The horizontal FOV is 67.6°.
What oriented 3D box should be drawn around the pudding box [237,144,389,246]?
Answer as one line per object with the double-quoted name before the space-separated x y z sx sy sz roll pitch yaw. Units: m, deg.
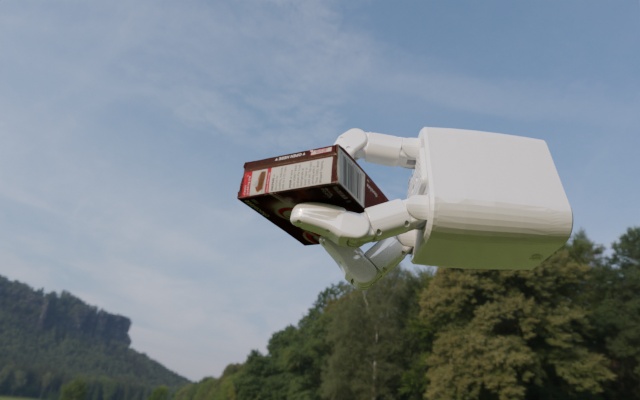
"pudding box" 0.000 0.001 0.403 0.090 0.039 0.113 -9 -31 27
